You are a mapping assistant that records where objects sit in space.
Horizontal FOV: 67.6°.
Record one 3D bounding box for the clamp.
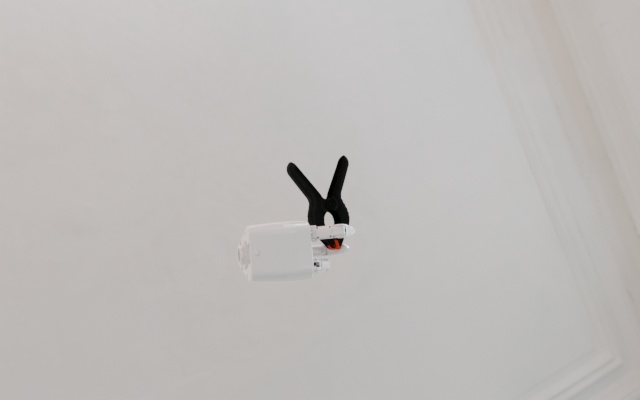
[{"bbox_3d":[0.000,0.003,0.845,0.120,0.171,0.039,-1,-9,-20],"label":"clamp"}]
